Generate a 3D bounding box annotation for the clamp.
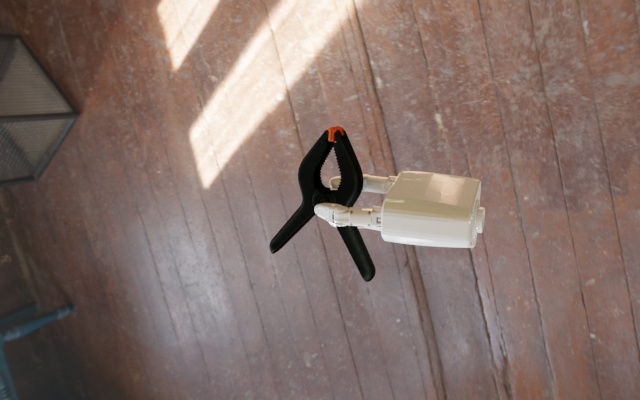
[{"bbox_3d":[0.000,0.002,0.664,0.164,0.210,0.036,6,14,23],"label":"clamp"}]
